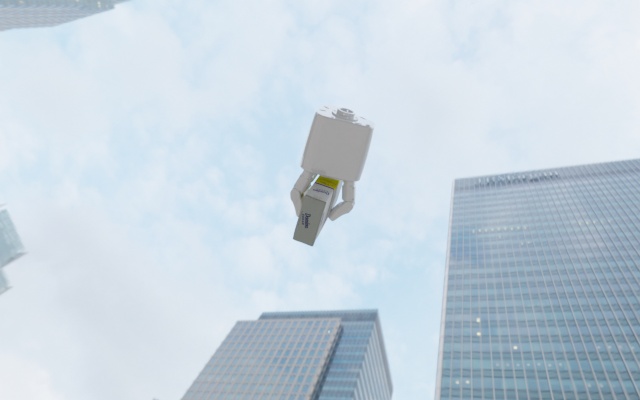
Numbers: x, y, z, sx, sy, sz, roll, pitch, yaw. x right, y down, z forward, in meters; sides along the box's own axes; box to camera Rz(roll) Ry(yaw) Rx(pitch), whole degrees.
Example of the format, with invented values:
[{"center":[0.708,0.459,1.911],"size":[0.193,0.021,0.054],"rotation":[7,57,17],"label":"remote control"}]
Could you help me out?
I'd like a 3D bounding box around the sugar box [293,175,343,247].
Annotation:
[{"center":[0.000,0.003,0.888],"size":[0.048,0.093,0.176],"rotation":[21,25,8],"label":"sugar box"}]
